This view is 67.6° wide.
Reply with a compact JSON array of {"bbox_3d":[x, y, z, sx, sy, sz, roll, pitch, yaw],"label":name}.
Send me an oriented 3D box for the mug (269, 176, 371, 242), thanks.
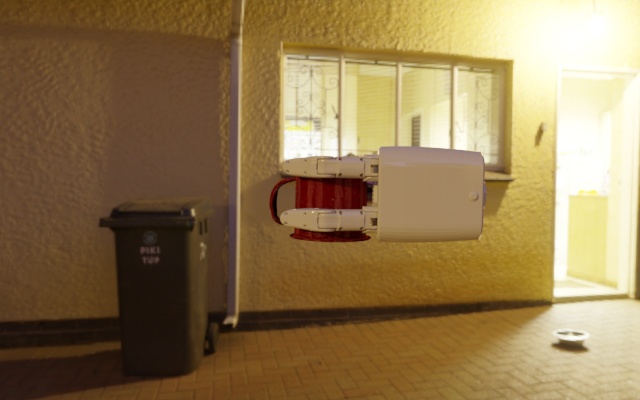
[{"bbox_3d":[-0.001,0.002,0.546,0.117,0.081,0.093,1,2,4],"label":"mug"}]
